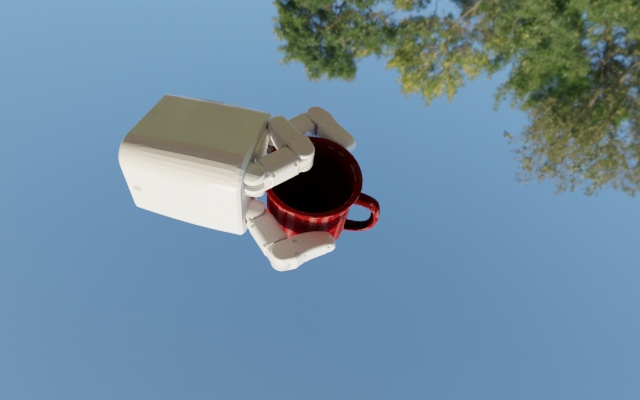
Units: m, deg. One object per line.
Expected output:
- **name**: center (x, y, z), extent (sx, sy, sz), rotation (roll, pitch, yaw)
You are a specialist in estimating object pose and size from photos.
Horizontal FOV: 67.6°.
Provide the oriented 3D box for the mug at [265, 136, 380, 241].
- **mug**: center (0.001, 0.002, 0.468), extent (0.117, 0.093, 0.082), rotation (14, -34, 2)
